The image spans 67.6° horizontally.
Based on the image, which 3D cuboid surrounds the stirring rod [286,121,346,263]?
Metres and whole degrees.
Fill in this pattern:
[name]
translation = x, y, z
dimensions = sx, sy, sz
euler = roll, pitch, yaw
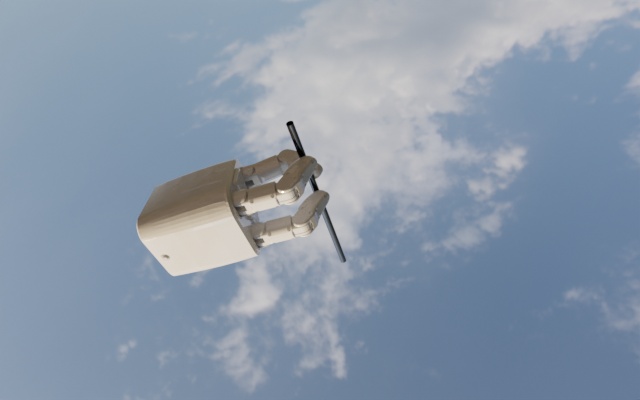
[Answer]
[stirring rod]
translation = 0.000, 0.002, 0.567
dimensions = 0.011, 0.011, 0.240
euler = 0, -42, 20
